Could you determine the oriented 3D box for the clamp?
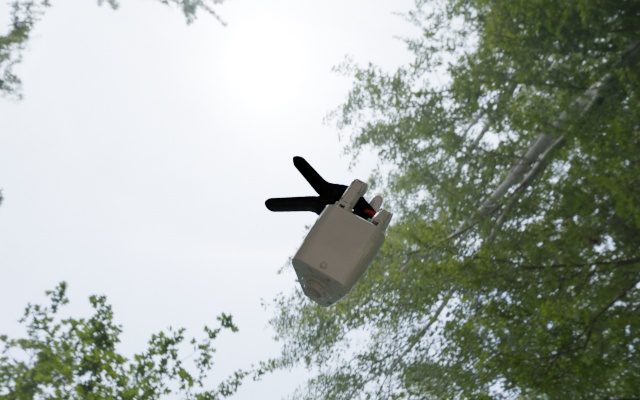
[{"bbox_3d":[0.000,0.003,0.756,0.171,0.120,0.039,28,-31,14],"label":"clamp"}]
